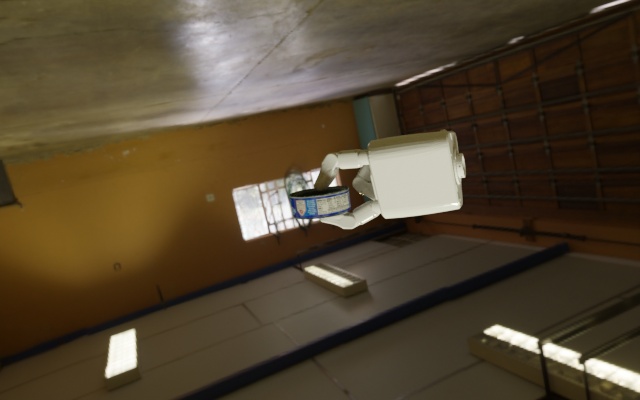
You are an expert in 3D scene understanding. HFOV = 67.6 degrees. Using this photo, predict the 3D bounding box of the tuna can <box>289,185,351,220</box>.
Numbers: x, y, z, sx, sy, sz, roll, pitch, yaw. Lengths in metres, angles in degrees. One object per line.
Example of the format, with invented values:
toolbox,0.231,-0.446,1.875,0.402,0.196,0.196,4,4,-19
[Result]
tuna can,0.000,0.003,0.684,0.086,0.034,0.086,-7,9,1
